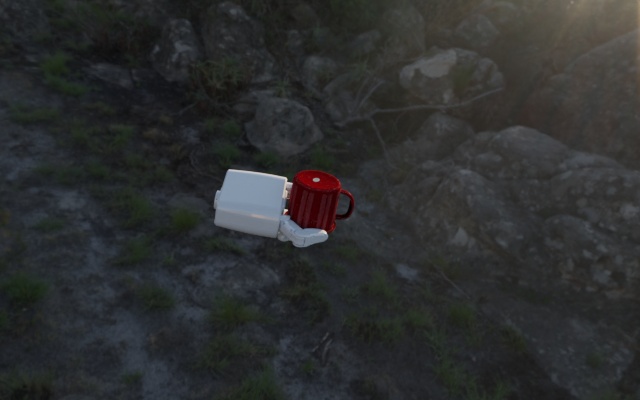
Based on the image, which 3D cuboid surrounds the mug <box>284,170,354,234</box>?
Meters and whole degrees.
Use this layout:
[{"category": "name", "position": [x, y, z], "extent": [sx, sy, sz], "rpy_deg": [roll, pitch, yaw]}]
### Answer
[{"category": "mug", "position": [0.002, 0.003, 0.812], "extent": [0.117, 0.081, 0.093], "rpy_deg": [9, 27, -6]}]
